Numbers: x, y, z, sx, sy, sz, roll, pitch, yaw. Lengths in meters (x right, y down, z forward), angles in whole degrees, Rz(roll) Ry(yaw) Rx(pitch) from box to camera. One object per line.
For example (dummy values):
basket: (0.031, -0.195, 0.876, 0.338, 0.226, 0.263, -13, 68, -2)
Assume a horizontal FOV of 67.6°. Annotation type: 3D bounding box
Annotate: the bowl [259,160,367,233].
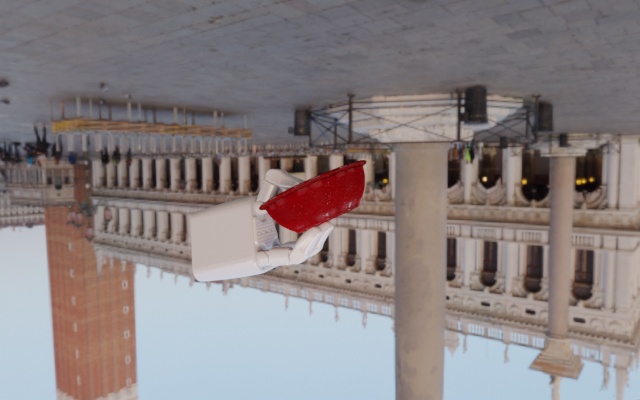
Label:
bowl: (0.001, 0.002, 0.655, 0.162, 0.055, 0.162, -24, -4, -2)
